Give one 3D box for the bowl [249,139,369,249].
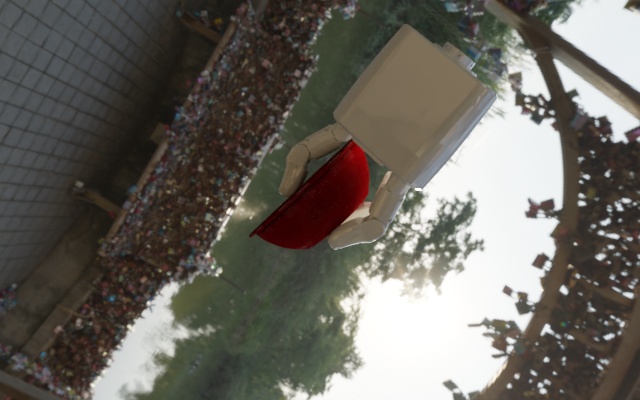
[{"bbox_3d":[0.000,0.003,0.514,0.162,0.055,0.162,-42,4,3],"label":"bowl"}]
